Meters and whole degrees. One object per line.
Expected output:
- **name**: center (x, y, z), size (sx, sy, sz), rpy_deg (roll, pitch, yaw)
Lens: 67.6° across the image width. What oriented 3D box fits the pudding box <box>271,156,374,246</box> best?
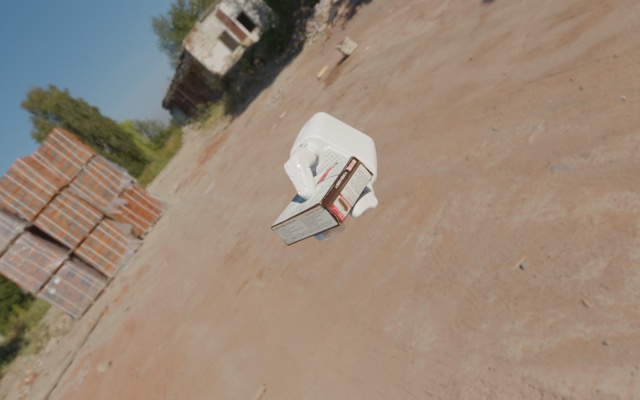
- **pudding box**: center (0.000, 0.002, 0.577), size (0.113, 0.039, 0.090), rpy_deg (-28, 22, 51)
